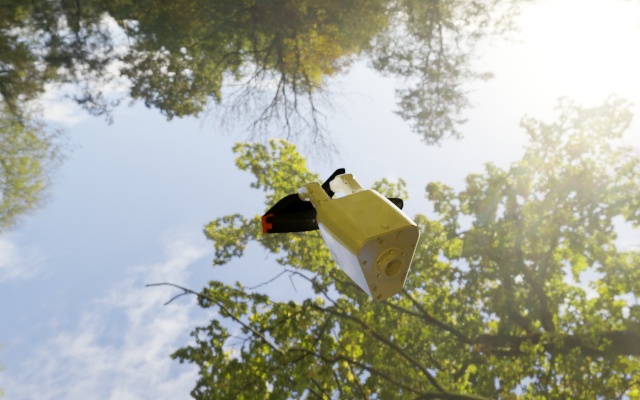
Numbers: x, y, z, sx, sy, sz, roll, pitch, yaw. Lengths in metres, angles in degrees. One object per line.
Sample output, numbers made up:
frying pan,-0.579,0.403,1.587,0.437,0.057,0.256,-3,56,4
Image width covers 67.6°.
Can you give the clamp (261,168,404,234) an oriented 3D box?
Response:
clamp,0.000,0.003,0.749,0.210,0.036,0.164,-15,29,-21
